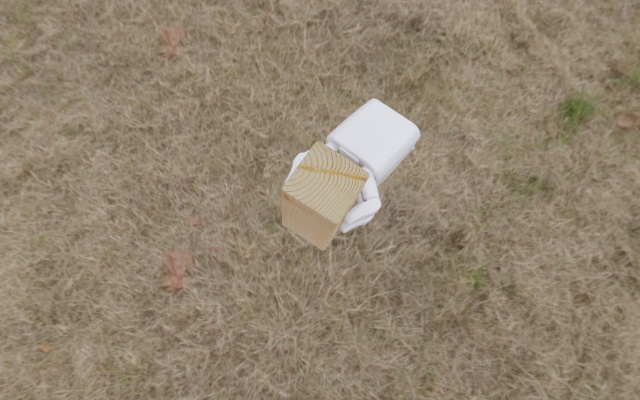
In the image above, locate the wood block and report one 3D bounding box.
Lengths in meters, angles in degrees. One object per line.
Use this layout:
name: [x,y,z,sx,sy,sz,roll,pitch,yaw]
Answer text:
wood block: [0.000,0.002,0.741,0.091,0.090,0.206,33,-16,5]
